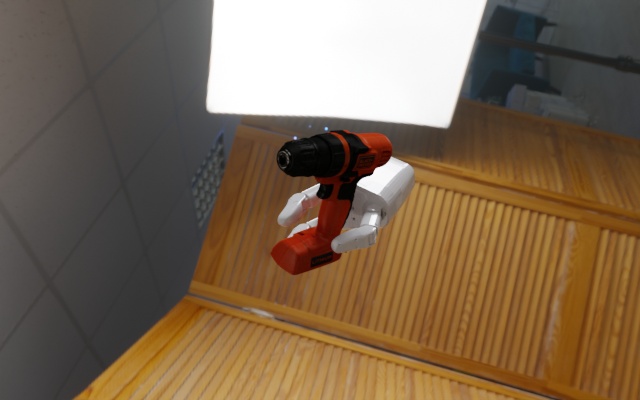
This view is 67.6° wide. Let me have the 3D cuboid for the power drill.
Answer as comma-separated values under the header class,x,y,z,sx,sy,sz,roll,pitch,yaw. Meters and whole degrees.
class,x,y,z,sx,sy,sz,roll,pitch,yaw
power drill,0.000,0.002,0.595,0.184,0.188,0.057,-10,42,-46
